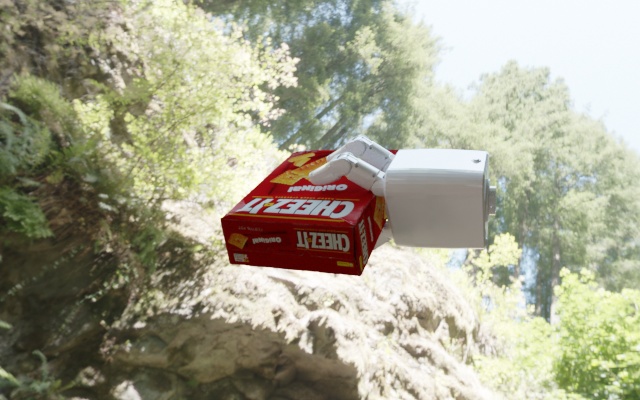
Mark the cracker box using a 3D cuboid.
[{"bbox_3d":[0.000,0.002,0.604,0.164,0.072,0.213,2,26,22],"label":"cracker box"}]
